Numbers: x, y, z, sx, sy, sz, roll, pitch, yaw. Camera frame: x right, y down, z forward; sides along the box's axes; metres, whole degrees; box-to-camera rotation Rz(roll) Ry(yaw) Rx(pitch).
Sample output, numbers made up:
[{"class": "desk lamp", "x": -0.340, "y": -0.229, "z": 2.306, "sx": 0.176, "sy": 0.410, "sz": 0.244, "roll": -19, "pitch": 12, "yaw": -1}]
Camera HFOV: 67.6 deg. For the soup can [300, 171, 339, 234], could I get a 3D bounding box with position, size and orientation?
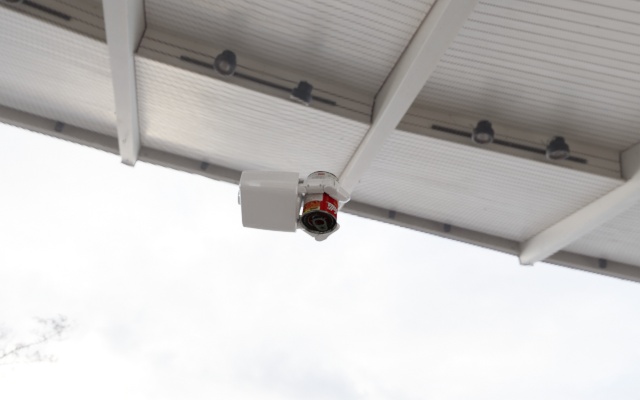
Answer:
[{"class": "soup can", "x": 0.001, "y": 0.003, "z": 0.896, "sx": 0.068, "sy": 0.102, "sz": 0.069, "roll": 3, "pitch": -41, "yaw": 3}]
